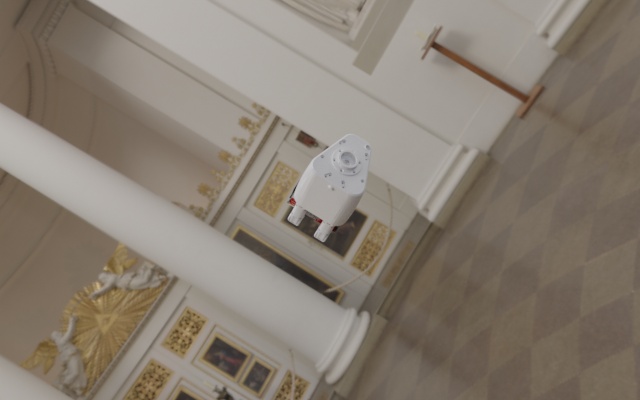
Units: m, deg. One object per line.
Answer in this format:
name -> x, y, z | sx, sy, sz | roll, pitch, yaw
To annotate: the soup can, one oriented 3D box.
soup can -> 0.000, 0.003, 0.856 | 0.102, 0.068, 0.068 | 31, 0, 1
